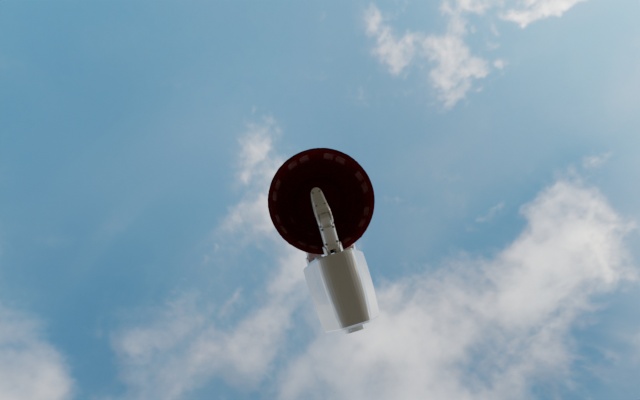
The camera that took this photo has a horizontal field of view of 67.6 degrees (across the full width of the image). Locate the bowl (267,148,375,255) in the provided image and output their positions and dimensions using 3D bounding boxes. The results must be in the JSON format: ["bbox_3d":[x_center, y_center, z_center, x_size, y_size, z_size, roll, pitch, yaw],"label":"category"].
[{"bbox_3d":[0.000,0.001,0.742,0.162,0.162,0.055,0,-5,-3],"label":"bowl"}]
